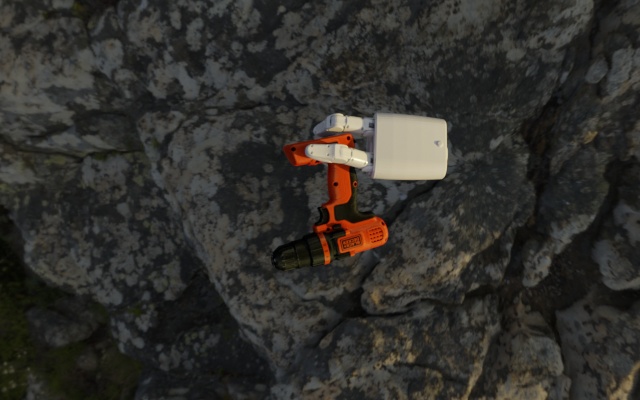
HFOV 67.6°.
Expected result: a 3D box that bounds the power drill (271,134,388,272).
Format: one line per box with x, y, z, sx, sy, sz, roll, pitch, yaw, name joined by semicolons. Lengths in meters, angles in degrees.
0.000;0.002;0.715;0.184;0.188;0.057;-15;10;-16;power drill
